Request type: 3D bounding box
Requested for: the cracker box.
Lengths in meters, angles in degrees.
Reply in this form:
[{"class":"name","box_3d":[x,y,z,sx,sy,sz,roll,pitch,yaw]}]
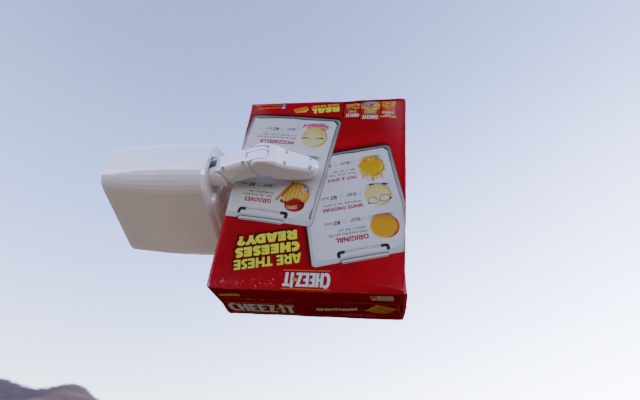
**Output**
[{"class":"cracker box","box_3d":[0.000,0.001,0.461,0.164,0.213,0.072,0,-34,10]}]
